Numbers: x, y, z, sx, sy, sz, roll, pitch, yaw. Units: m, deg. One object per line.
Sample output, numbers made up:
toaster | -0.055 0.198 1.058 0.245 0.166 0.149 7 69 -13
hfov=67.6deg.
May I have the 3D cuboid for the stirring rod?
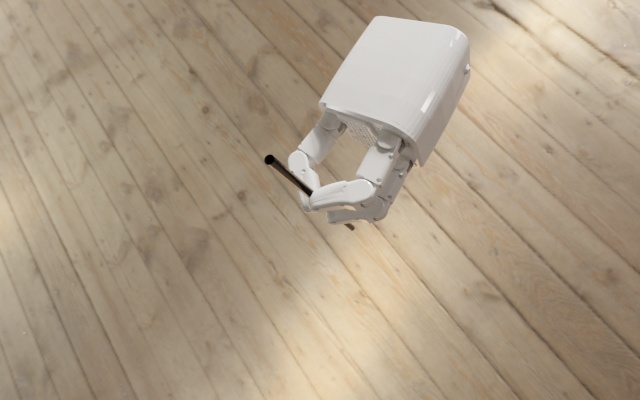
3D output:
stirring rod | 0.000 0.001 0.449 0.011 0.011 0.239 0 -15 18
